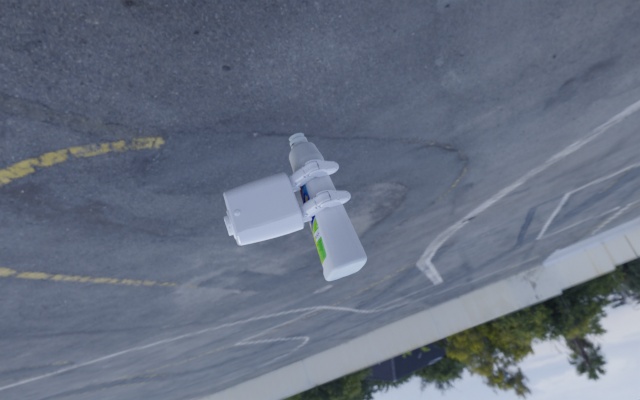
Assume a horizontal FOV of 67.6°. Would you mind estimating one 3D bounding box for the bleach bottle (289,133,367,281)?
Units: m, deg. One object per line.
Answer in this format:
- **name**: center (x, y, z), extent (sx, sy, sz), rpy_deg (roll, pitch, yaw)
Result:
- **bleach bottle**: center (0.000, 0.003, 0.808), extent (0.068, 0.250, 0.103), rpy_deg (-17, -19, -13)
